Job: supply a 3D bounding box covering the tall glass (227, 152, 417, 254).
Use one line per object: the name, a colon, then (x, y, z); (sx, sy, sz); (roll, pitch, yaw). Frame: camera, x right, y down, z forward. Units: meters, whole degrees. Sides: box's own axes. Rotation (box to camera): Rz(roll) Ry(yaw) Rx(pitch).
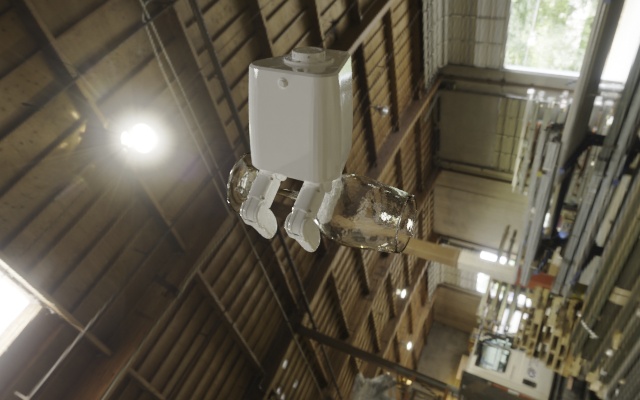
tall glass: (0.000, 0.002, 0.525); (0.201, 0.079, 0.079); (15, 6, 24)
